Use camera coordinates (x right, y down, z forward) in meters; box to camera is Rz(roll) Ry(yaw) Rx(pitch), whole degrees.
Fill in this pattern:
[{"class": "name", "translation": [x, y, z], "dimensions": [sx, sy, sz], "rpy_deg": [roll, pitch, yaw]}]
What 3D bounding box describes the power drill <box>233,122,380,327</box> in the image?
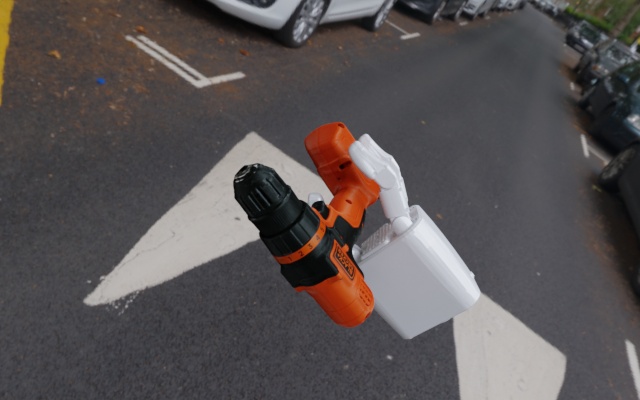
[{"class": "power drill", "translation": [0.000, 0.001, 0.468], "dimensions": [0.057, 0.184, 0.187], "rpy_deg": [-19, 31, 28]}]
